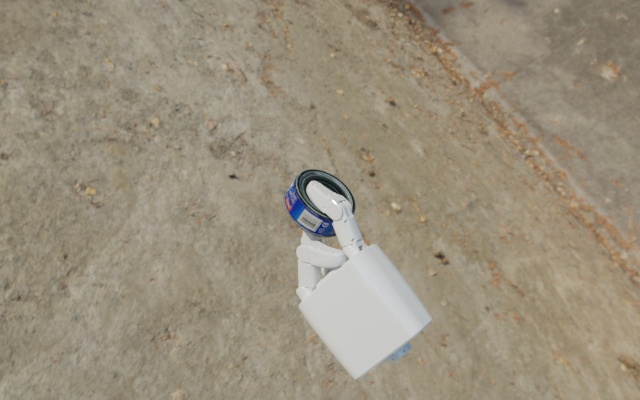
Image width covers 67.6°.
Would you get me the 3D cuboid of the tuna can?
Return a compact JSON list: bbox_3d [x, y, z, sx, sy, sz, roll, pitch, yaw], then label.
[{"bbox_3d":[0.000,0.002,0.590,0.086,0.086,0.034,0,-40,-37],"label":"tuna can"}]
